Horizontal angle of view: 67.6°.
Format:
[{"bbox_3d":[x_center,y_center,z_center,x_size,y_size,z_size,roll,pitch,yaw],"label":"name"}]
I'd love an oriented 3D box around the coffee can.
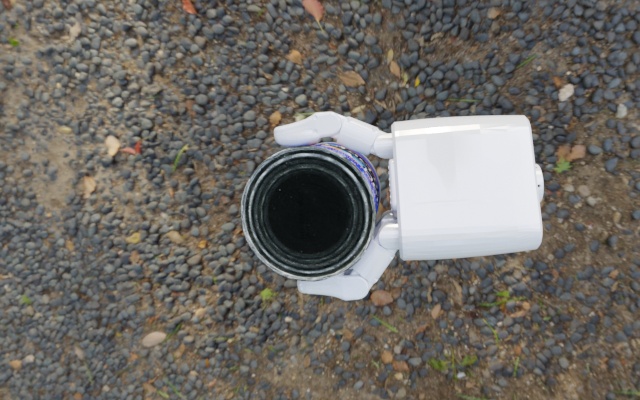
[{"bbox_3d":[0.000,0.001,0.420,0.103,0.103,0.140,0,8,8],"label":"coffee can"}]
